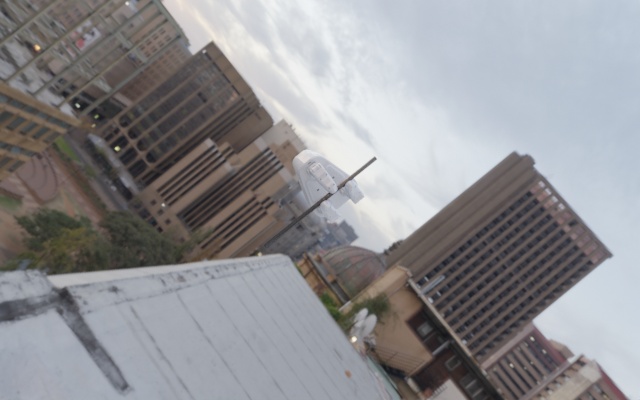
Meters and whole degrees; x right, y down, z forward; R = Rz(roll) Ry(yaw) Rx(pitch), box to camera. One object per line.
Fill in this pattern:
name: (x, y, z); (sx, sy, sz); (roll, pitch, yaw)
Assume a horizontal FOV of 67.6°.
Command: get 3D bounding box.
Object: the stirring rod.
stirring rod: (0.000, 0.003, 0.807); (0.239, 0.011, 0.011); (-39, 1, -1)
